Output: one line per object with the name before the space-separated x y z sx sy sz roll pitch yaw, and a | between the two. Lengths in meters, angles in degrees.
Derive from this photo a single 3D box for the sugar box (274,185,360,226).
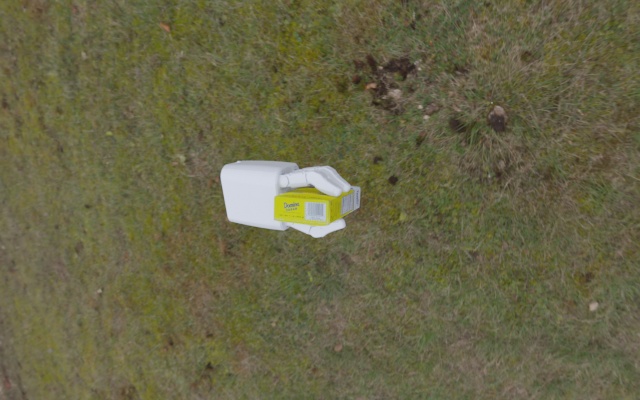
sugar box | 0.000 0.002 0.804 0.093 0.048 0.176 6 13 19
